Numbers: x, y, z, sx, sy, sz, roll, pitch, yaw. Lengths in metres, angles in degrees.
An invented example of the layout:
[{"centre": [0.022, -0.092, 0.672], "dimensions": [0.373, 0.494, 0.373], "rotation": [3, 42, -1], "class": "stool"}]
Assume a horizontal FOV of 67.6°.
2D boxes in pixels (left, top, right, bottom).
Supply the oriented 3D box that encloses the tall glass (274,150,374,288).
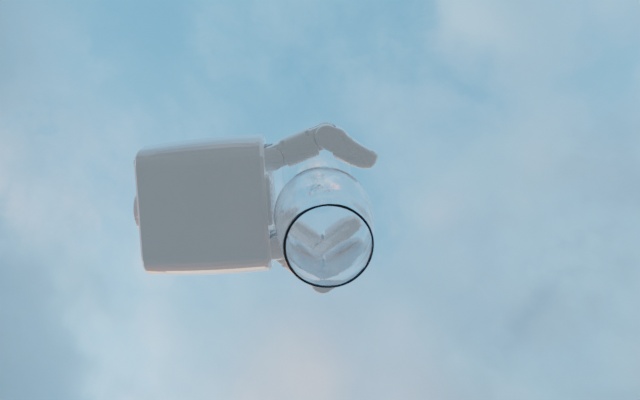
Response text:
[{"centre": [0.000, 0.001, 0.413], "dimensions": [0.079, 0.079, 0.201], "rotation": [0, 18, -4], "class": "tall glass"}]
